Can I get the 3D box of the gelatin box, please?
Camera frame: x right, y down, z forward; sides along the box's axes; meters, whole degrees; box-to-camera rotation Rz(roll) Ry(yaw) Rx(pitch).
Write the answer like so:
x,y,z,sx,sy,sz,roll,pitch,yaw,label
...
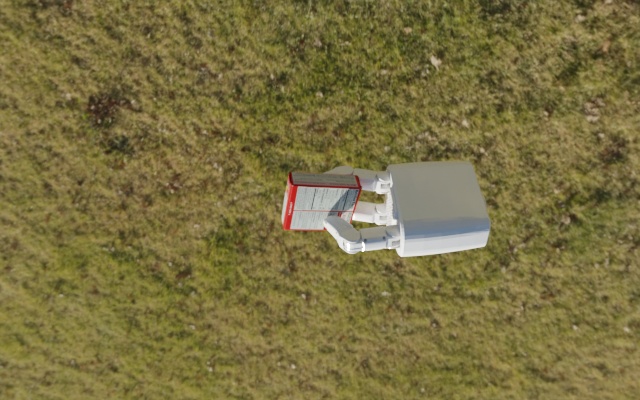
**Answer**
x,y,z,sx,sy,sz,roll,pitch,yaw,label
0.000,0.002,0.594,0.089,0.073,0.030,1,40,-14,gelatin box
